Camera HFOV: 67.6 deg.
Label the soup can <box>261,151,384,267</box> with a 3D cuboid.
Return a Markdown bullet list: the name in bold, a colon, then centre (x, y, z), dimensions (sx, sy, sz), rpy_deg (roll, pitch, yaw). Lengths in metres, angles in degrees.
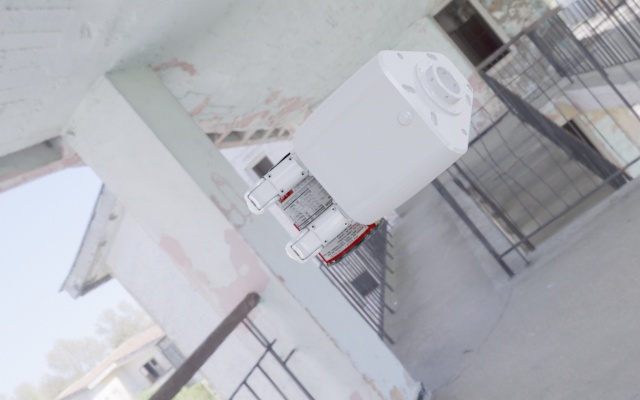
- **soup can**: centre (0.000, 0.001, 0.442), dimensions (0.068, 0.102, 0.068), rpy_deg (-41, 1, 1)
